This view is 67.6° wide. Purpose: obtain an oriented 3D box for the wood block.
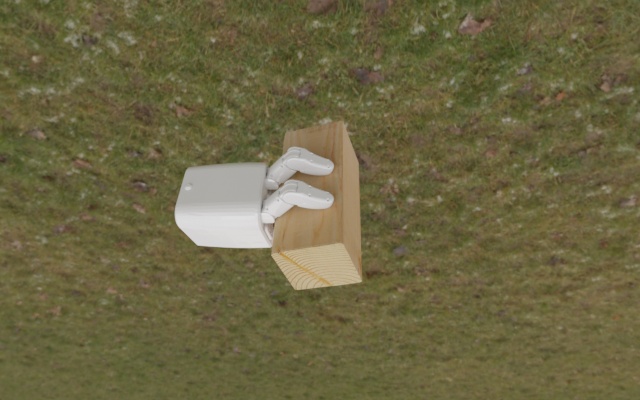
[{"bbox_3d":[0.000,0.002,0.634,0.090,0.206,0.091,-10,-41,14],"label":"wood block"}]
